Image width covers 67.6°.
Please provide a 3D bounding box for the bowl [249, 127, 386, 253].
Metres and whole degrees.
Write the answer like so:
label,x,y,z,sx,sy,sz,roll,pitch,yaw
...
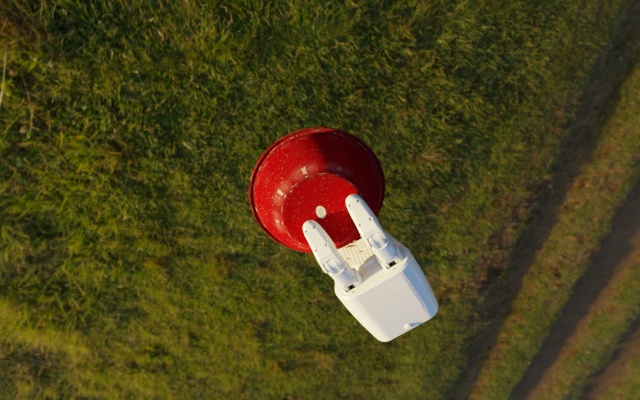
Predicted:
label,x,y,z,sx,sy,sz,roll,pitch,yaw
bowl,-0.001,0.001,0.540,0.162,0.162,0.055,0,25,-7
